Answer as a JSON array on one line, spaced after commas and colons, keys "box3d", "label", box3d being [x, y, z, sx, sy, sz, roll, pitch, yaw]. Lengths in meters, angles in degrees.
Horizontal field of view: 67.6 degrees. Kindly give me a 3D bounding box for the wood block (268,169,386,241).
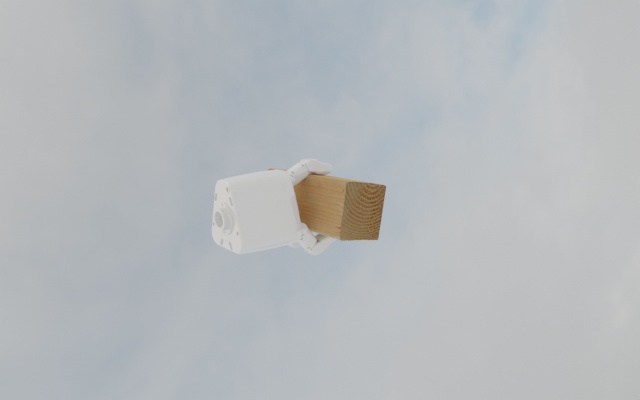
[{"box3d": [0.000, 0.002, 0.803, 0.090, 0.091, 0.206, 3, 7, -41], "label": "wood block"}]
